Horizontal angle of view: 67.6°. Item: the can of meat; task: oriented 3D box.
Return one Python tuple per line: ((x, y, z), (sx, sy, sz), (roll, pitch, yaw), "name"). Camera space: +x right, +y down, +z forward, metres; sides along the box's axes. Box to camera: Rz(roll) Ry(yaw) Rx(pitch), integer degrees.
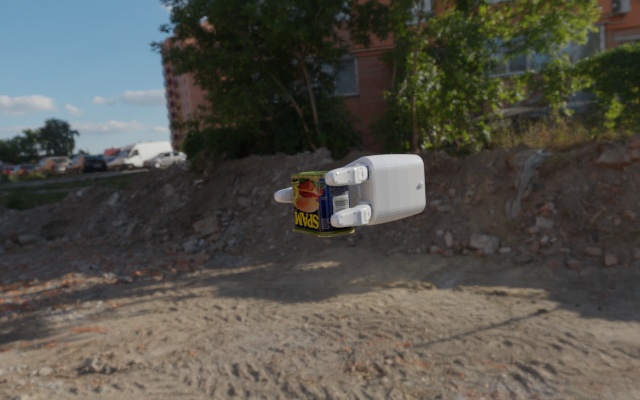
((0.000, 0.002, 0.673), (0.057, 0.084, 0.102), (-8, 7, -30), "can of meat")
